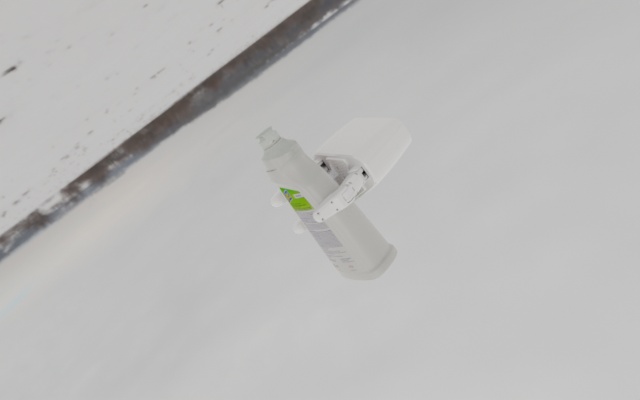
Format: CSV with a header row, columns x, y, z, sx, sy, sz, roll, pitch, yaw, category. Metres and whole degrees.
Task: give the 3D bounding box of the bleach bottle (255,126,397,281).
x,y,z,sx,sy,sz,roll,pitch,yaw,category
0.000,0.002,0.676,0.068,0.251,0.102,-47,19,-29,bleach bottle
